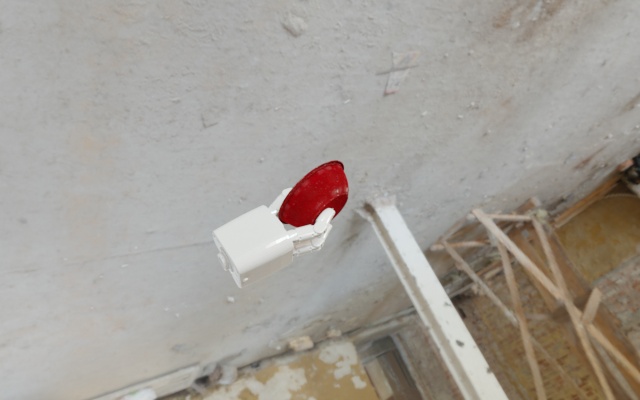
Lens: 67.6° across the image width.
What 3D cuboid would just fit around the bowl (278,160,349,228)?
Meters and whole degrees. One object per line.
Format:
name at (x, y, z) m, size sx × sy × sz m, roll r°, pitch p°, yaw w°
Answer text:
bowl at (0.001, 0.002, 0.891) m, size 0.055 × 0.162 × 0.162 m, roll 46°, pitch 19°, yaw 20°
